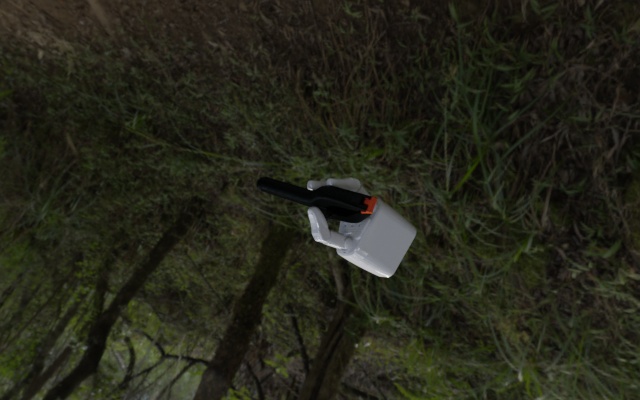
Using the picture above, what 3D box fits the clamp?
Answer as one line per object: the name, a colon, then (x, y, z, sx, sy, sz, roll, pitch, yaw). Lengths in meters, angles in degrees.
clamp: (0.000, 0.003, 0.787, 0.165, 0.036, 0.210, 33, -22, -31)
